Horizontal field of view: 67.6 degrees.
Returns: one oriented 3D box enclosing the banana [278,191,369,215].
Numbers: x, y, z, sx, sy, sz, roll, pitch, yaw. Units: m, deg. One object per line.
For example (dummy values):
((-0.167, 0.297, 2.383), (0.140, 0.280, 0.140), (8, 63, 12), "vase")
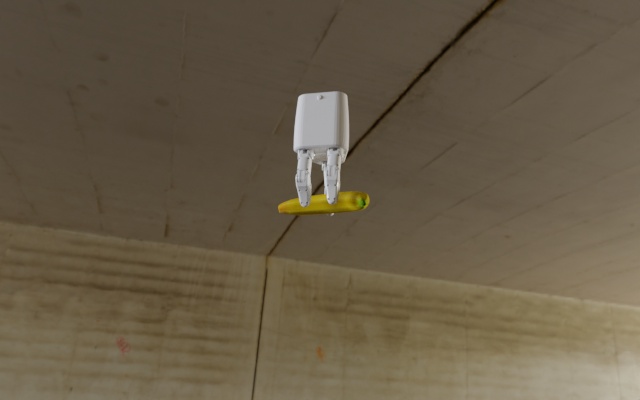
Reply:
((0.015, 0.004, 0.862), (0.198, 0.037, 0.069), (-7, -10, 39), "banana")
